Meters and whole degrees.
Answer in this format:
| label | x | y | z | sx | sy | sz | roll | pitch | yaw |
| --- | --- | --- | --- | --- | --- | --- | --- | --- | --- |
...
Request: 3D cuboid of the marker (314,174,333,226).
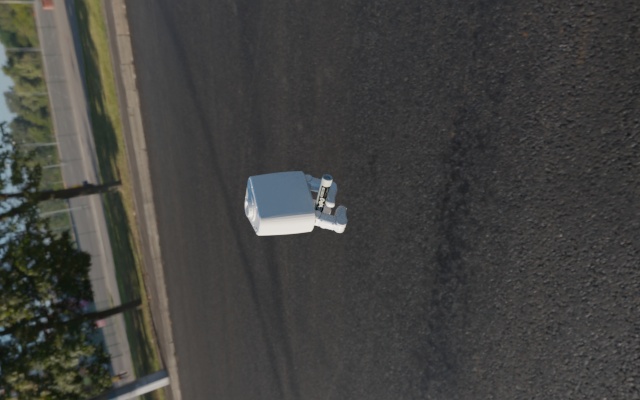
| label | x | y | z | sx | sy | sz | roll | pitch | yaw |
| --- | --- | --- | --- | --- | --- | --- | --- | --- | --- |
| marker | 0.000 | 0.003 | 0.888 | 0.020 | 0.121 | 0.020 | 9 | 41 | -8 |
